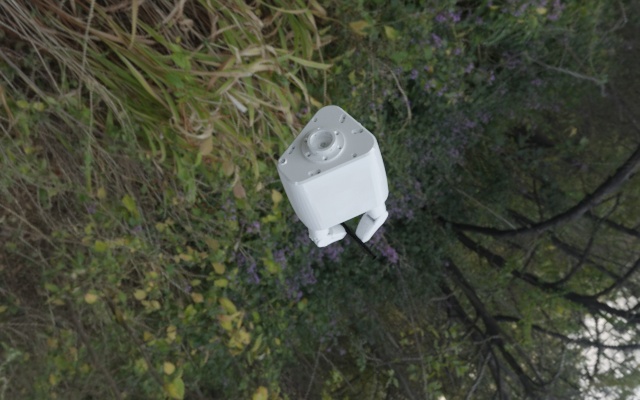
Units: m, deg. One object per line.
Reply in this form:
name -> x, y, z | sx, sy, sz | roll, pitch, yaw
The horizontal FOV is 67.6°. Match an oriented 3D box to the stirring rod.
stirring rod -> 0.000, 0.002, 0.698 | 0.011, 0.011, 0.239 | 0, 38, -50
